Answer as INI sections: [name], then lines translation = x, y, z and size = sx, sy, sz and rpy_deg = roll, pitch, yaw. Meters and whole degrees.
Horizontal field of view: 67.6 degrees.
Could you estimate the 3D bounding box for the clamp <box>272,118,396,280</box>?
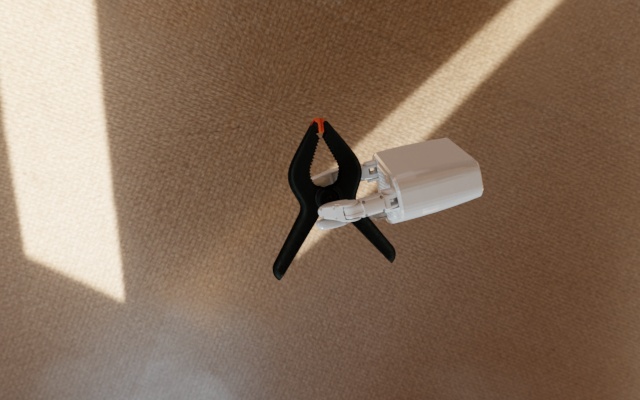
[clamp]
translation = 0.000, 0.002, 0.613
size = 0.164, 0.210, 0.036
rpy_deg = -15, 12, -6
